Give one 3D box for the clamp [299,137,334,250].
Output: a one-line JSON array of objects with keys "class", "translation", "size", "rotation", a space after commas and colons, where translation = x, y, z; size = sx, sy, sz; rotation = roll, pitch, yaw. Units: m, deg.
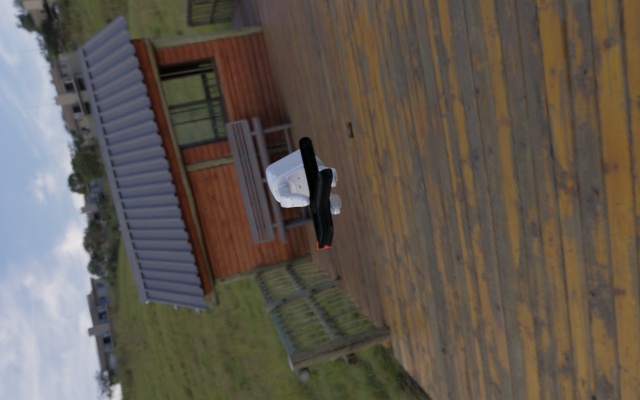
[{"class": "clamp", "translation": [-0.001, 0.003, 0.867], "size": [0.036, 0.210, 0.164], "rotation": [-12, 23, -9]}]
